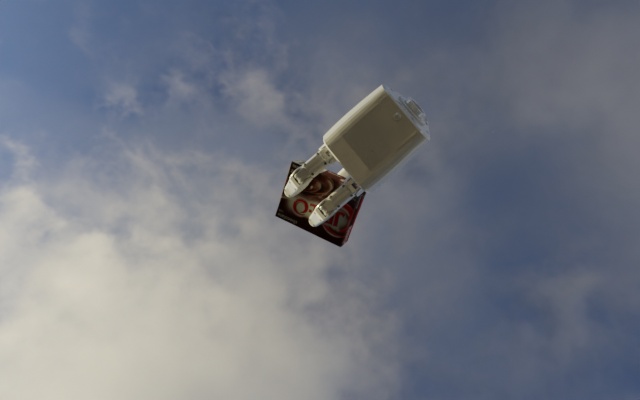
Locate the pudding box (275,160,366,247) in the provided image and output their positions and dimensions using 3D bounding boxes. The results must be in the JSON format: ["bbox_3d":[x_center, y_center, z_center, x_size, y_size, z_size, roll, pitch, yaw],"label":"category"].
[{"bbox_3d":[0.000,0.002,0.689,0.113,0.090,0.039,25,20,17],"label":"pudding box"}]
